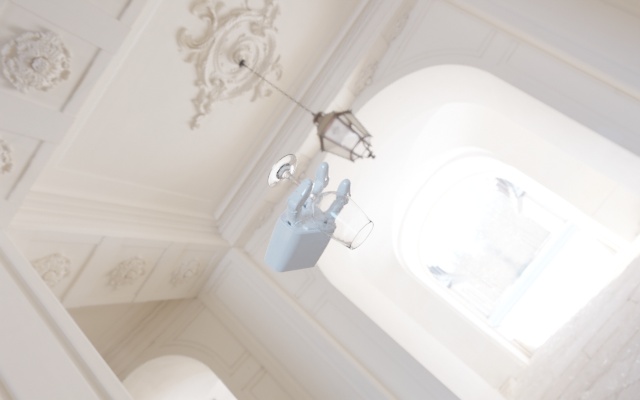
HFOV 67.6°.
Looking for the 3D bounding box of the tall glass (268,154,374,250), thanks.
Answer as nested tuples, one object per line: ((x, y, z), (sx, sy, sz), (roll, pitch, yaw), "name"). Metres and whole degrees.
((0.000, 0.002, 0.850), (0.201, 0.079, 0.079), (39, 17, 23), "tall glass")
